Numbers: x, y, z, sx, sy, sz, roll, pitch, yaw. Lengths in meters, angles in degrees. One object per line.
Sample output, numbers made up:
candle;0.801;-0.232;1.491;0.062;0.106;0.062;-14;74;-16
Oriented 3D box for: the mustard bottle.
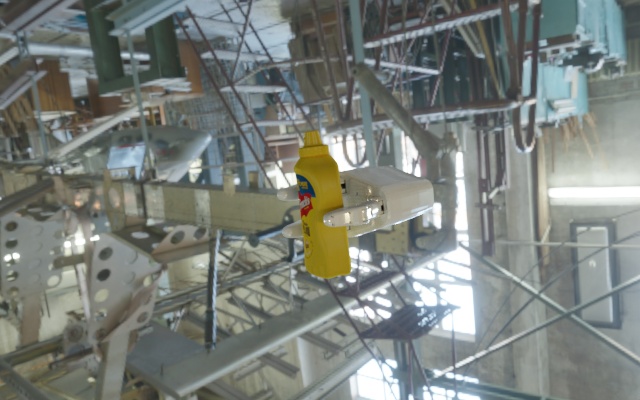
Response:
mustard bottle;0.000;0.002;0.643;0.058;0.191;0.096;-9;8;-16
